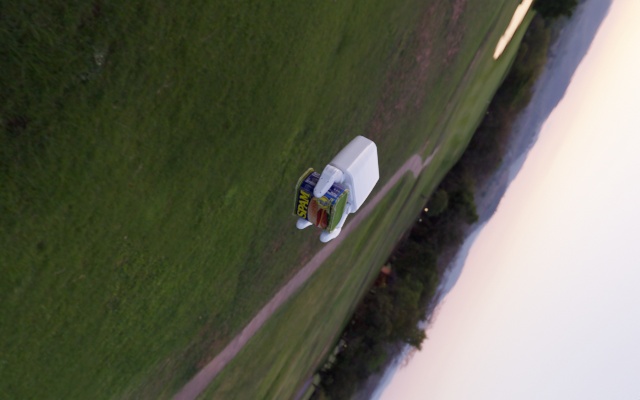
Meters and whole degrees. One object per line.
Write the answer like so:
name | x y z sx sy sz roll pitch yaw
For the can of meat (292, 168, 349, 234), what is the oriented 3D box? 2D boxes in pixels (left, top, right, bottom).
can of meat | 0.000 0.003 0.884 0.084 0.102 0.057 29 49 16
